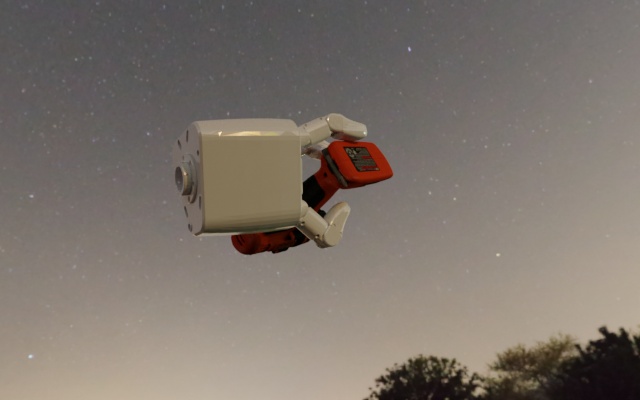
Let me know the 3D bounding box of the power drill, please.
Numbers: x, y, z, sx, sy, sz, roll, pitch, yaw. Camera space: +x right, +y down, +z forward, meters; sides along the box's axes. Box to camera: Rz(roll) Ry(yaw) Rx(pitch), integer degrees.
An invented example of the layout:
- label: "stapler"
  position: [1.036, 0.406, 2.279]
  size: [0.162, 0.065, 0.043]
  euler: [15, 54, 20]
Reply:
- label: "power drill"
  position: [0.000, 0.002, 0.608]
  size: [0.188, 0.057, 0.184]
  euler: [-41, -16, 30]
